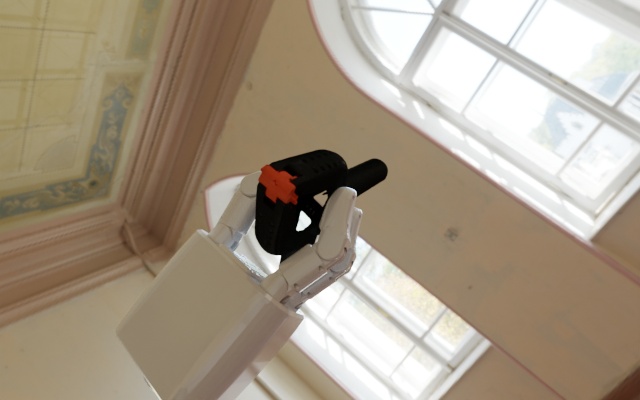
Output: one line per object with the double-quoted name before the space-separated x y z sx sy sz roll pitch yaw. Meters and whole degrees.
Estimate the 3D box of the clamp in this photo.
"clamp" -0.001 0.001 0.409 0.036 0.164 0.210 37 -8 17
